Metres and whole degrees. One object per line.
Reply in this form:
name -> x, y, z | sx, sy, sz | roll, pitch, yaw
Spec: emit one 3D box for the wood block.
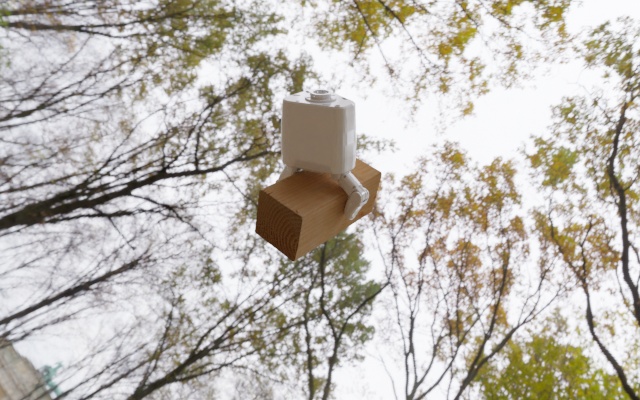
wood block -> 0.001, 0.002, 0.788 | 0.090, 0.090, 0.206 | 33, 41, 27
